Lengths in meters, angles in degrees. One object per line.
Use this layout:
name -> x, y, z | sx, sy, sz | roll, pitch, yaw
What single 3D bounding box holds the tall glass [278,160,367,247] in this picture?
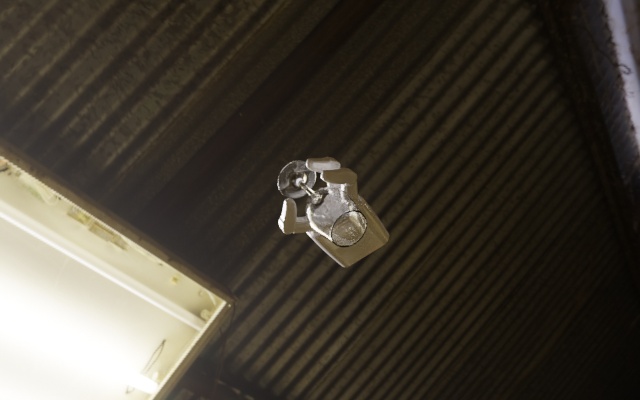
tall glass -> 0.000, 0.002, 0.786 | 0.079, 0.079, 0.201 | 0, 24, -28
